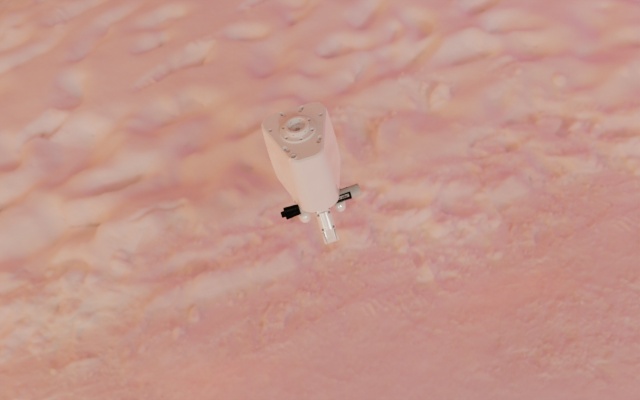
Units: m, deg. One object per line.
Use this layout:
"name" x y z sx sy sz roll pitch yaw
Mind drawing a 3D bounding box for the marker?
"marker" 0.000 0.002 0.698 0.121 0.020 0.020 -18 0 -2
